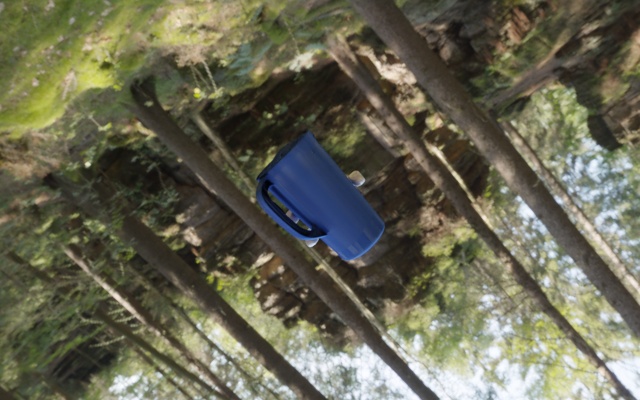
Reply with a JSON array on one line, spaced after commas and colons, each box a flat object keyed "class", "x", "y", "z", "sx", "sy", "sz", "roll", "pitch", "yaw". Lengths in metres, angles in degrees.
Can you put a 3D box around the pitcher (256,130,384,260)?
[{"class": "pitcher", "x": 0.000, "y": 0.003, "z": 0.896, "sx": 0.149, "sy": 0.243, "sz": 0.145, "roll": -42, "pitch": 11, "yaw": 8}]
